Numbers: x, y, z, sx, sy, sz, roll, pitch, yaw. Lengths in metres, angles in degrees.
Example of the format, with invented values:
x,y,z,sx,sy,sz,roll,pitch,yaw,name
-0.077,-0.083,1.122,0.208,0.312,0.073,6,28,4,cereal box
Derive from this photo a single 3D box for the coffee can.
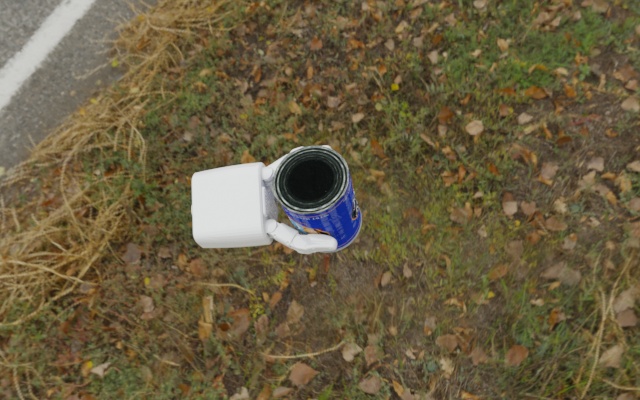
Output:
x,y,z,sx,sy,sz,roll,pitch,yaw,name
0.000,0.002,0.679,0.103,0.102,0.140,0,-26,12,coffee can
